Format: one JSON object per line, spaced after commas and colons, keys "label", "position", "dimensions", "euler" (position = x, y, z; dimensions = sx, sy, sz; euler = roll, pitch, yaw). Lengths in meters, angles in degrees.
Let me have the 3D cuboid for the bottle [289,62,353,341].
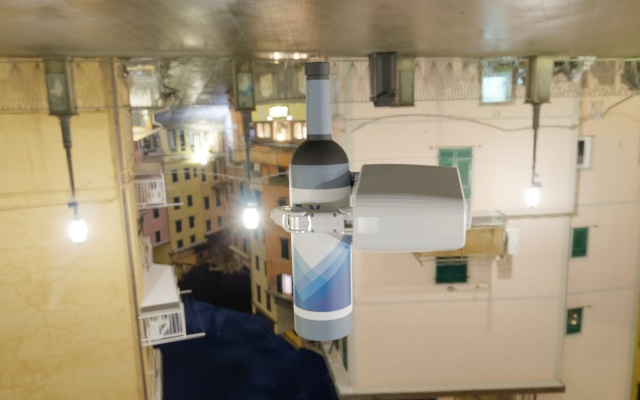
{"label": "bottle", "position": [0.000, 0.002, 0.524], "dimensions": [0.069, 0.296, 0.069], "euler": [-1, 10, 0]}
